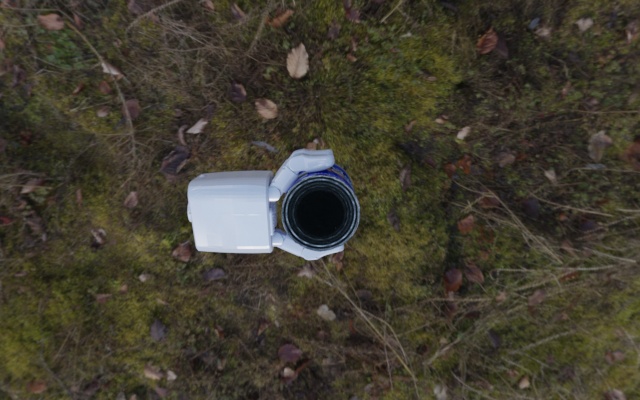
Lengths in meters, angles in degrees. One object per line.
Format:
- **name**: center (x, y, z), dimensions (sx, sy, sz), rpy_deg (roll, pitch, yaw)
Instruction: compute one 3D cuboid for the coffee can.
- **coffee can**: center (0.000, 0.002, 0.681), dimensions (0.103, 0.103, 0.140), rpy_deg (0, 12, 0)
